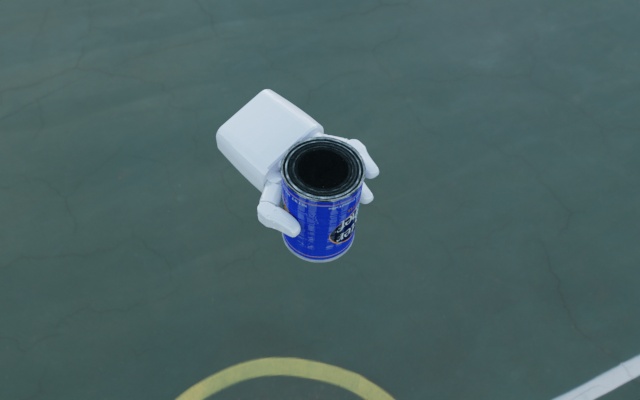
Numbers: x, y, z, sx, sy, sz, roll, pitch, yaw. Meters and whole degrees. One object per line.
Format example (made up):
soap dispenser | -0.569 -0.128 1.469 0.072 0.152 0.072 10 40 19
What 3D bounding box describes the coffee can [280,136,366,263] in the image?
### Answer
coffee can | 0.000 0.002 0.622 0.103 0.102 0.140 0 -37 -3
